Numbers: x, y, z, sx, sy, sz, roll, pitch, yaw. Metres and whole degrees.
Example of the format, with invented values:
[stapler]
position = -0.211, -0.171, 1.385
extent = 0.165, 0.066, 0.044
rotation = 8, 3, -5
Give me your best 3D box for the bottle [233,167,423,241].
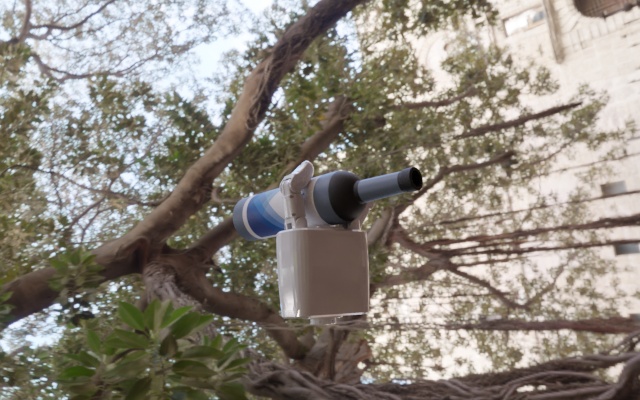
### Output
[bottle]
position = 0.000, 0.002, 0.628
extent = 0.296, 0.069, 0.069
rotation = -14, -9, 42
